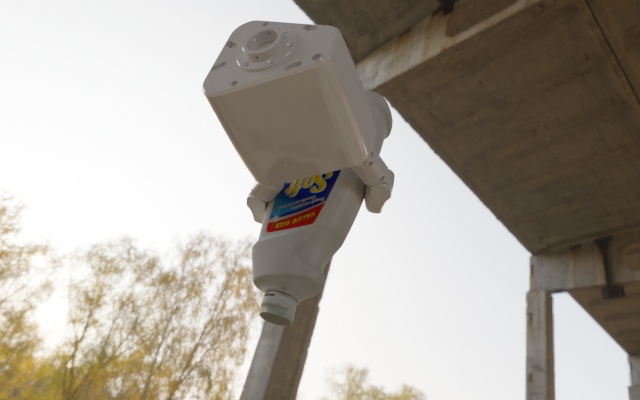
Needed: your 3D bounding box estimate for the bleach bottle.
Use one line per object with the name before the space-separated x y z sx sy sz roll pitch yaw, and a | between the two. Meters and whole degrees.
bleach bottle | 0.000 0.002 0.474 0.102 0.250 0.068 1 -36 24
